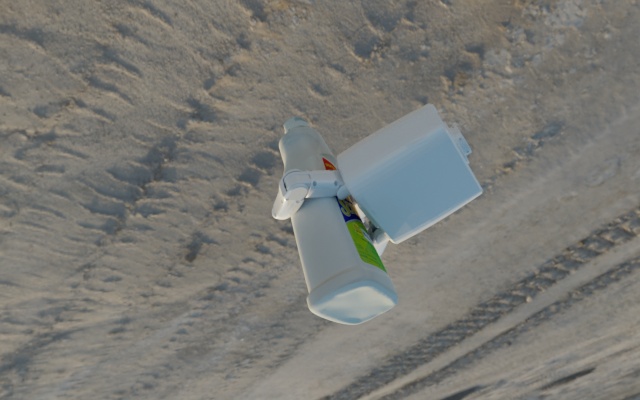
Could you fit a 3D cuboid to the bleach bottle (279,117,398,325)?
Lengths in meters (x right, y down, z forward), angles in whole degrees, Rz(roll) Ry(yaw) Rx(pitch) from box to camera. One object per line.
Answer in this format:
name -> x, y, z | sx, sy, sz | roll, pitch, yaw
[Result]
bleach bottle -> 0.000, 0.002, 0.513 | 0.068, 0.250, 0.103 | -32, -35, 17
